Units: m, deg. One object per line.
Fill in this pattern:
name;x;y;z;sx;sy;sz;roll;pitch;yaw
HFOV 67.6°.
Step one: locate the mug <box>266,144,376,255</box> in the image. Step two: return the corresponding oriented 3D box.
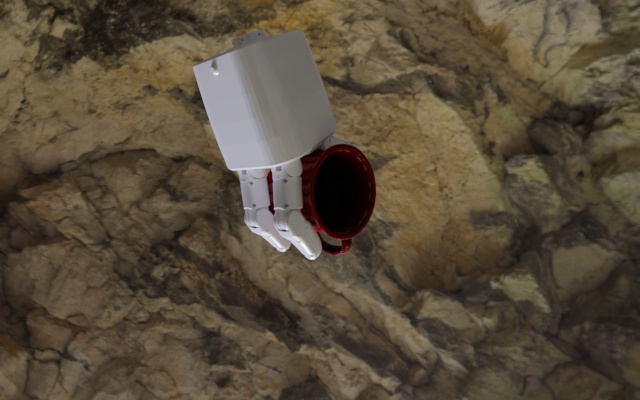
mug;0.000;0.003;0.495;0.081;0.117;0.093;2;25;47
